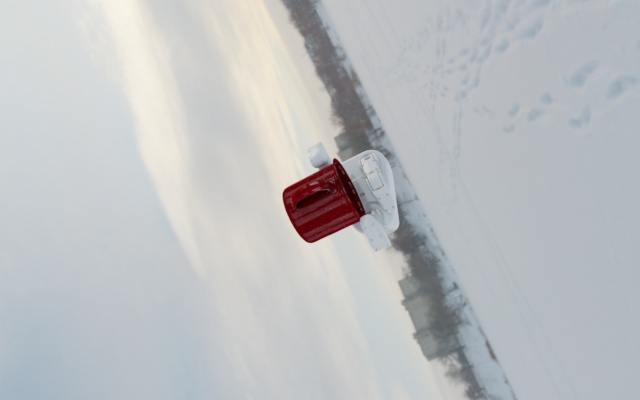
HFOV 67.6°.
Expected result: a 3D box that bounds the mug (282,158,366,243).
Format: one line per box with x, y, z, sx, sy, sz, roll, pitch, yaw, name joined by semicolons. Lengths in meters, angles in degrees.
-0.001;0.002;0.607;0.081;0.093;0.117;-26;-17;12;mug
